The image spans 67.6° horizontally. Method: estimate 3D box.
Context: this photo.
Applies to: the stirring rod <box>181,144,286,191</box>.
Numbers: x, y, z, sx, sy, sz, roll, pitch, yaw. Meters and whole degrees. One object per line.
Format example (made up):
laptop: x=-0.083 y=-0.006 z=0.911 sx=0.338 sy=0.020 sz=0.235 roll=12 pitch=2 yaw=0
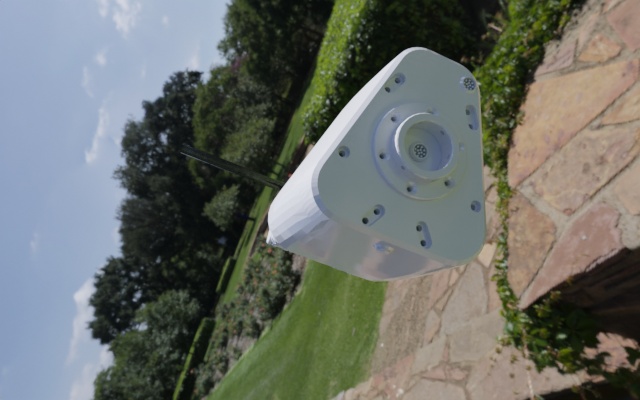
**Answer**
stirring rod: x=0.000 y=0.001 z=0.403 sx=0.239 sy=0.011 sz=0.011 roll=21 pitch=-4 yaw=-10
